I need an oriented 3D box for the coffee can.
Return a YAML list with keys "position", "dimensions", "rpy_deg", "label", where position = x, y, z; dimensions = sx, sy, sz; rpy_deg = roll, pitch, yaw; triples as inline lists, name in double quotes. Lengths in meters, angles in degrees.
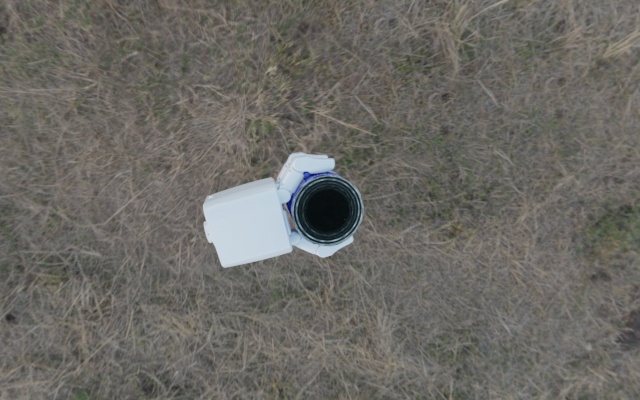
- position: [0.000, 0.002, 0.732]
  dimensions: [0.103, 0.103, 0.140]
  rpy_deg: [0, 10, -9]
  label: "coffee can"
